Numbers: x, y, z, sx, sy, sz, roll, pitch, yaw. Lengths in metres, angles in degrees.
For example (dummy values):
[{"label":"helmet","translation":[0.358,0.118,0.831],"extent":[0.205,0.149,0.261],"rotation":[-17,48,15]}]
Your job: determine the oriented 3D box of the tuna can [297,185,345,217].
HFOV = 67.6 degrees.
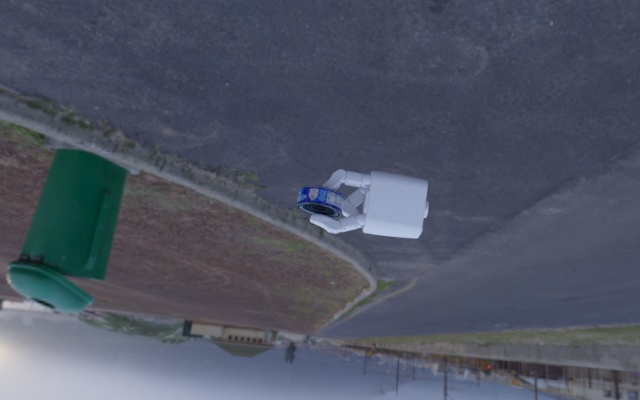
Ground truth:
[{"label":"tuna can","translation":[0.000,0.003,0.877],"extent":[0.086,0.033,0.086],"rotation":[11,-16,3]}]
